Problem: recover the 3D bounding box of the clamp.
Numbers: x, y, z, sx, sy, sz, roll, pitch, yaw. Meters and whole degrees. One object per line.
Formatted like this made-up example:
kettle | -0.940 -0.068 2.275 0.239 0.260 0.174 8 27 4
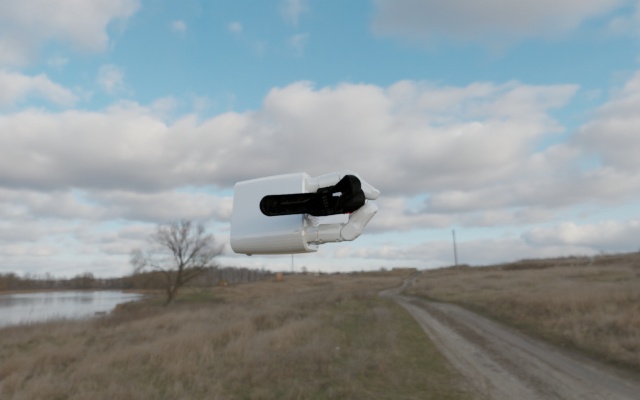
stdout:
clamp | 0.000 0.001 0.595 0.120 0.039 0.171 -6 -10 11
